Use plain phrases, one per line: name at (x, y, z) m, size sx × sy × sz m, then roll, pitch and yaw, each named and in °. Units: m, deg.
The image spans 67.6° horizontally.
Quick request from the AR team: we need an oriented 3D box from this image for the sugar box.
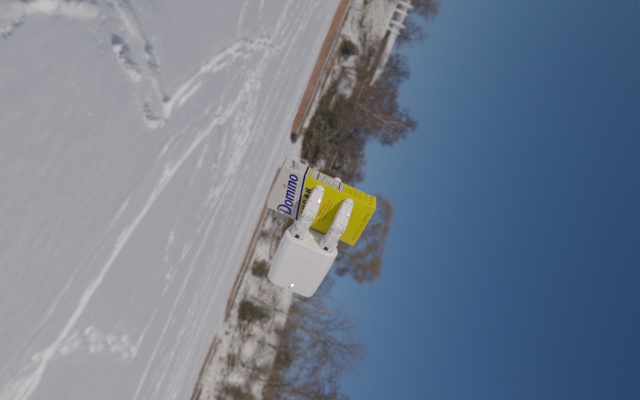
sugar box at (0.000, 0.003, 0.842) m, size 0.176 × 0.093 × 0.048 m, roll 23°, pitch 29°, yaw -6°
